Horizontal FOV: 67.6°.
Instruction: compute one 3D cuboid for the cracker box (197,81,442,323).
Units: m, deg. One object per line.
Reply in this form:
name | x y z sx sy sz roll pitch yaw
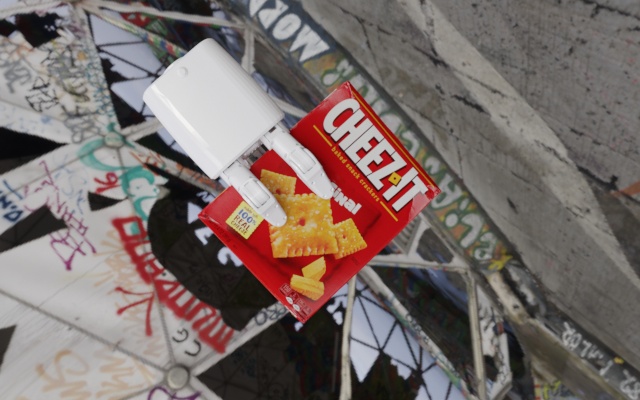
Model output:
cracker box | 0.000 0.002 0.530 0.213 0.164 0.072 -43 9 -5
